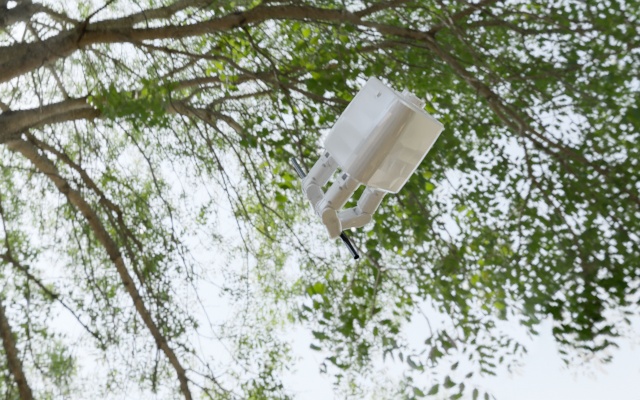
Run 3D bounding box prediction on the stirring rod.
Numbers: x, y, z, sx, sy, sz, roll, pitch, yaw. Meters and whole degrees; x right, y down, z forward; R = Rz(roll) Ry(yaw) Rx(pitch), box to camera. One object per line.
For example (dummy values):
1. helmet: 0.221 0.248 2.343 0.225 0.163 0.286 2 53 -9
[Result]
1. stirring rod: 0.000 0.002 0.671 0.011 0.011 0.239 0 34 -26
